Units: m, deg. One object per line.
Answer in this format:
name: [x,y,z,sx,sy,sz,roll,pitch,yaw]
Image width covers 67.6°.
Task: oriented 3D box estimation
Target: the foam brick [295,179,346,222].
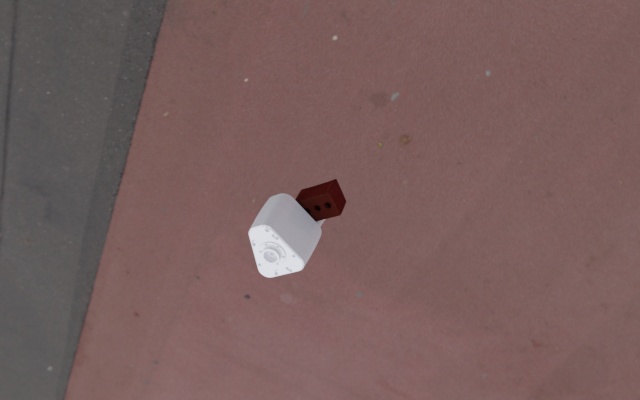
foam brick: [0.000,0.003,0.888,0.078,0.053,0.051,-17,24,25]
